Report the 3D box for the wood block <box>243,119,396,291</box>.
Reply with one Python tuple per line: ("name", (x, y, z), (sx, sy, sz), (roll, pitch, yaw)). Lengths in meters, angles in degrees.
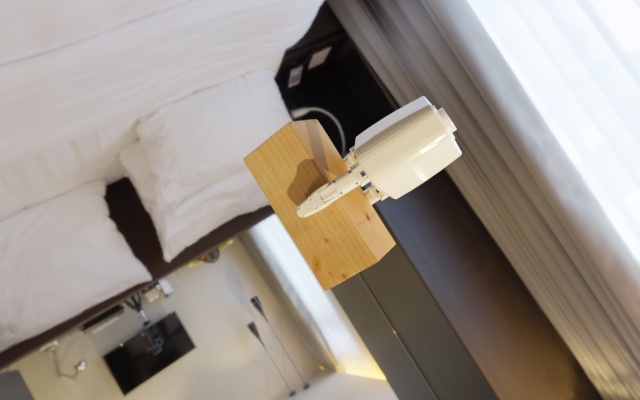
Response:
("wood block", (0.000, 0.002, 0.646), (0.090, 0.206, 0.091), (-34, -4, 27))
